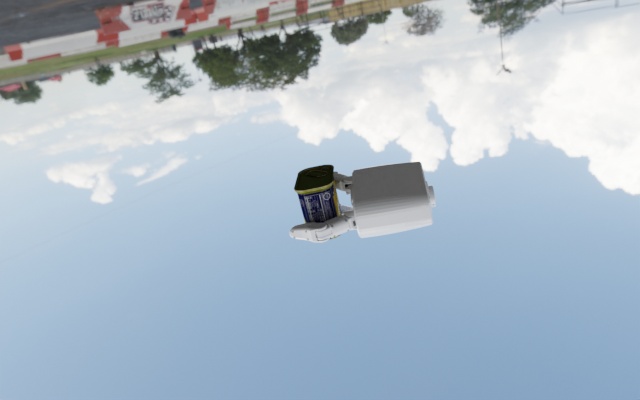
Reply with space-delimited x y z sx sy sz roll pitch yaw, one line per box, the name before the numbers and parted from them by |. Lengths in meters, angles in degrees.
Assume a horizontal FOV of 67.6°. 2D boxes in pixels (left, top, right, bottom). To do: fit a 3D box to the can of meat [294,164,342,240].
can of meat | 0.000 0.003 0.719 0.057 0.084 0.102 -11 21 7
